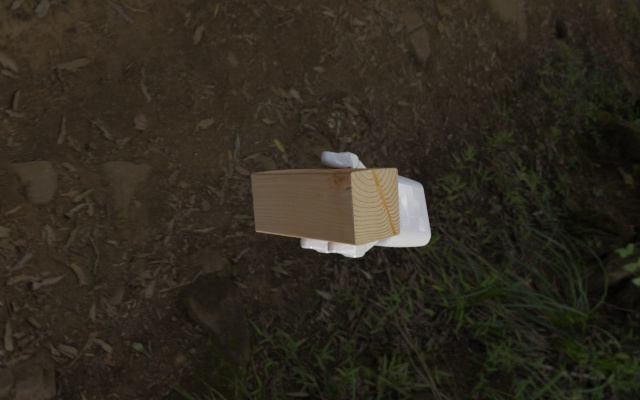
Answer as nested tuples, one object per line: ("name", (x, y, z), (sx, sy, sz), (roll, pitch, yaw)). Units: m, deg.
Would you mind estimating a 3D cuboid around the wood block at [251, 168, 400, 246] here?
("wood block", (0.000, 0.002, 0.665), (0.090, 0.091, 0.206), (-9, 8, -42))
